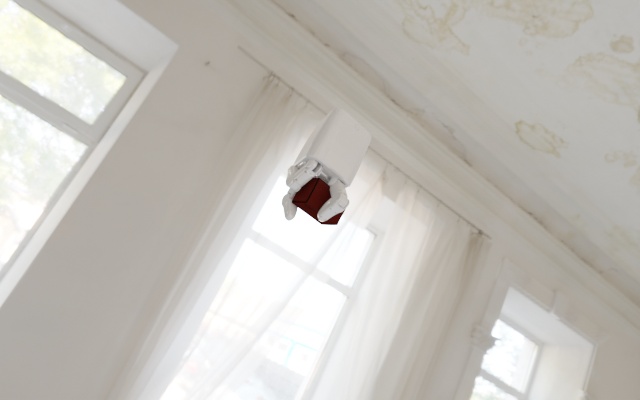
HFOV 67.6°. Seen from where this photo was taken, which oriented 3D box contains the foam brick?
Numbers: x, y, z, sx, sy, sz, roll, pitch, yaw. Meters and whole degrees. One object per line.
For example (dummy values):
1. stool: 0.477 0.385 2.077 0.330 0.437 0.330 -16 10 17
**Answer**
1. foam brick: 0.000 0.003 0.834 0.078 0.051 0.053 38 -20 -29
